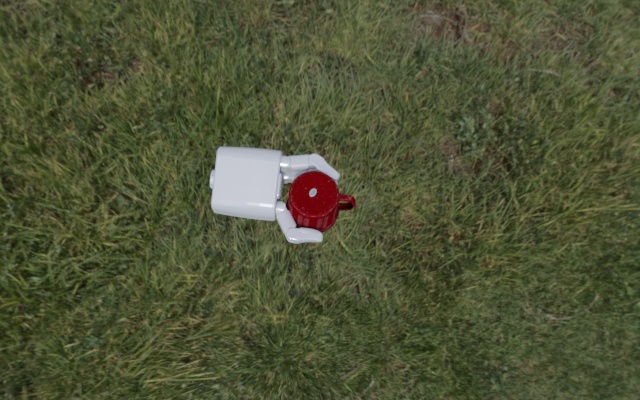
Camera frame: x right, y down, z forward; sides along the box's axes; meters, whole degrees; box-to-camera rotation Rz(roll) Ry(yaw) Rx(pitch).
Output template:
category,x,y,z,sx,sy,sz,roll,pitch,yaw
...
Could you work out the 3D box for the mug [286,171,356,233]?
category,x,y,z,sx,sy,sz,roll,pitch,yaw
mug,0.002,0.003,0.790,0.117,0.093,0.081,4,-18,-2
